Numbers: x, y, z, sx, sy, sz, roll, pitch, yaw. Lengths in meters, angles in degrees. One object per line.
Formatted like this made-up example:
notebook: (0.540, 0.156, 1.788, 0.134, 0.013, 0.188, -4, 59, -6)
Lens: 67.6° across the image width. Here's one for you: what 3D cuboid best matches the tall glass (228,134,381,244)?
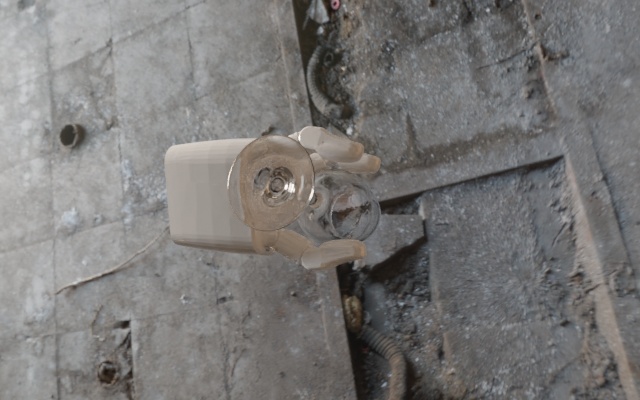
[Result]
tall glass: (0.000, 0.001, 0.447, 0.079, 0.079, 0.201, 0, -9, 24)
